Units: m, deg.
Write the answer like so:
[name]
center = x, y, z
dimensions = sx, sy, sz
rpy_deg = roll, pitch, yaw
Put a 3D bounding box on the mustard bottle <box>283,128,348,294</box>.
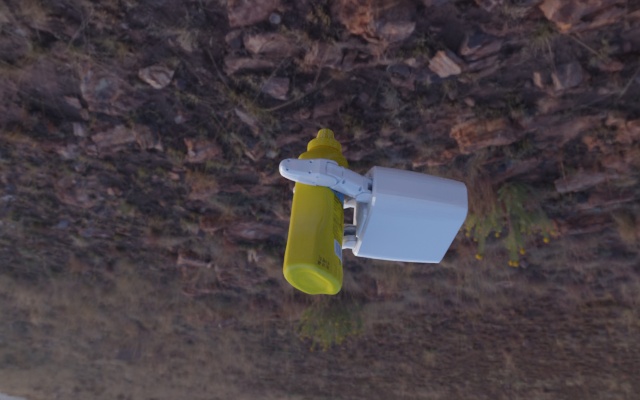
[mustard bottle]
center = 0.000, 0.002, 0.538
dimensions = 0.058, 0.191, 0.096
rpy_deg = -3, -28, 17
